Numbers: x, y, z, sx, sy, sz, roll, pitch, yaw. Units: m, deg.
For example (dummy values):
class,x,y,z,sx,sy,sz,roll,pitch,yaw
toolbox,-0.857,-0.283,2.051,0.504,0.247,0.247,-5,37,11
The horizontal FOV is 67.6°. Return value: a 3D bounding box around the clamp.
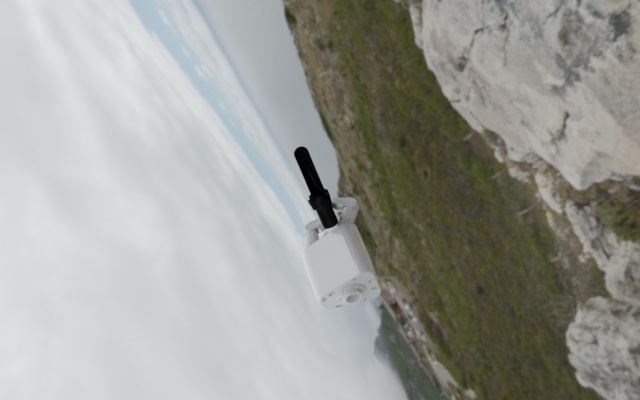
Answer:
class,x,y,z,sx,sy,sz,roll,pitch,yaw
clamp,0.000,0.003,0.805,0.039,0.120,0.172,-18,-44,10
